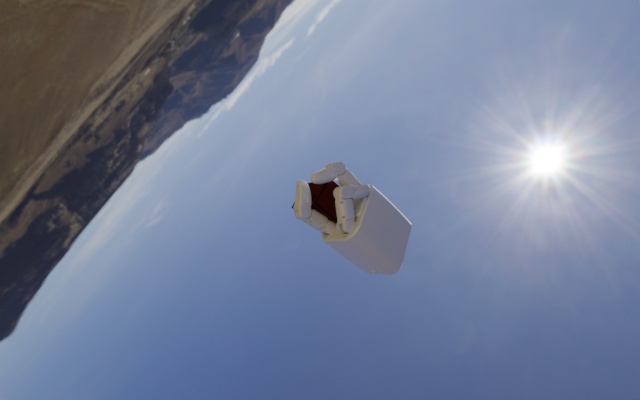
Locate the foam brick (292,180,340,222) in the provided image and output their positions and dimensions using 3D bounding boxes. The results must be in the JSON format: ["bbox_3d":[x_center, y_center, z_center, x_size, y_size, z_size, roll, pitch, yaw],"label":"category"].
[{"bbox_3d":[0.000,0.002,0.779,0.051,0.053,0.078,39,-23,-22],"label":"foam brick"}]
